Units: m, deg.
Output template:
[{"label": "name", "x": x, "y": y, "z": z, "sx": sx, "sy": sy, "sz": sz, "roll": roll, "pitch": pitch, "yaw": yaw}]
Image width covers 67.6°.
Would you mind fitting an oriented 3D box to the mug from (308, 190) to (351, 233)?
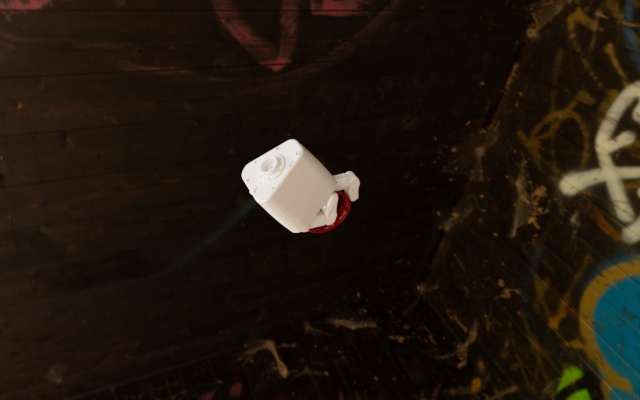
[{"label": "mug", "x": 0.001, "y": 0.003, "z": 0.866, "sx": 0.117, "sy": 0.093, "sz": 0.081, "roll": 44, "pitch": 8, "yaw": -50}]
